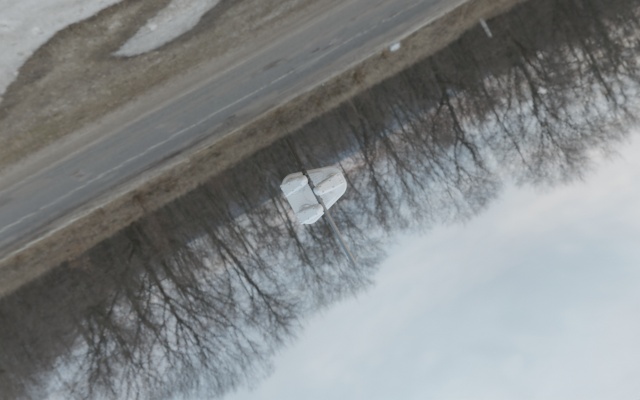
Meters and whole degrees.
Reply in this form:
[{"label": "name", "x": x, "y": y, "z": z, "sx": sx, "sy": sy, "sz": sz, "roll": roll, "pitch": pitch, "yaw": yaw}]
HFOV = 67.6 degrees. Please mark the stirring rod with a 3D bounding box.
[{"label": "stirring rod", "x": 0.000, "y": 0.003, "z": 0.796, "sx": 0.011, "sy": 0.239, "sz": 0.011, "roll": -28, "pitch": 2, "yaw": 1}]
